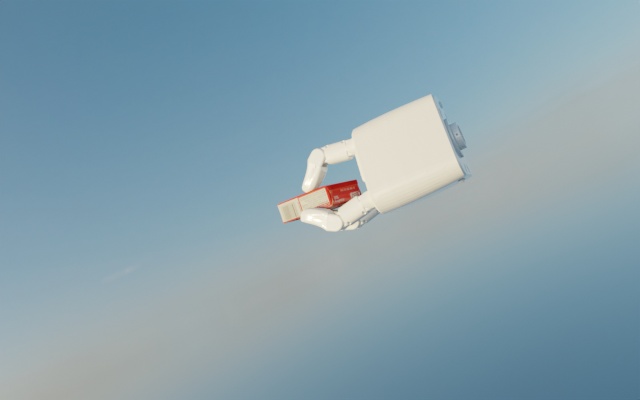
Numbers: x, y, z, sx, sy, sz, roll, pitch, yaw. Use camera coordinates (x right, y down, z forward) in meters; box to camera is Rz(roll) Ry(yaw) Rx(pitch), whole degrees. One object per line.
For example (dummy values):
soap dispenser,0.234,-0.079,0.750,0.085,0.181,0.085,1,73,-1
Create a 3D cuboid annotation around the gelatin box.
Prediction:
gelatin box,0.000,0.002,0.636,0.089,0.030,0.073,-21,-5,36
